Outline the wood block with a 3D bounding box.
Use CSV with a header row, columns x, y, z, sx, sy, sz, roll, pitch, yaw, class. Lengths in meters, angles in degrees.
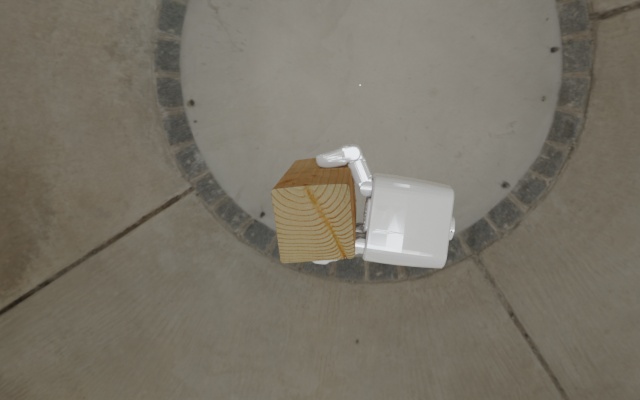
x,y,z,sx,sy,sz,roll,pitch,yaw,class
0.000,0.002,0.637,0.090,0.091,0.206,-4,13,6,wood block
